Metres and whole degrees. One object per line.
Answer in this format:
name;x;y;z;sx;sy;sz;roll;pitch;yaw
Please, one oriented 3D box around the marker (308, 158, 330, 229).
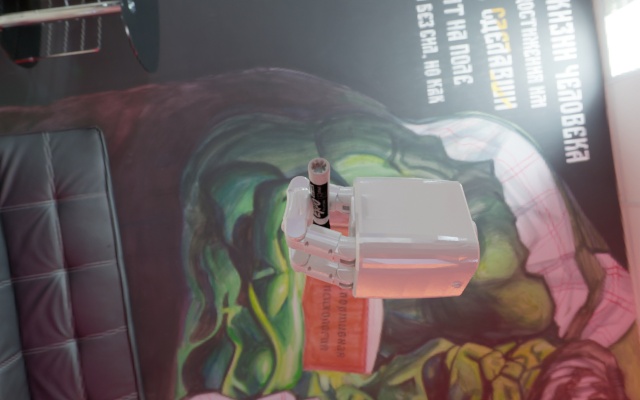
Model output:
marker;0.000;0.001;0.457;0.020;0.020;0.121;0;-30;1
